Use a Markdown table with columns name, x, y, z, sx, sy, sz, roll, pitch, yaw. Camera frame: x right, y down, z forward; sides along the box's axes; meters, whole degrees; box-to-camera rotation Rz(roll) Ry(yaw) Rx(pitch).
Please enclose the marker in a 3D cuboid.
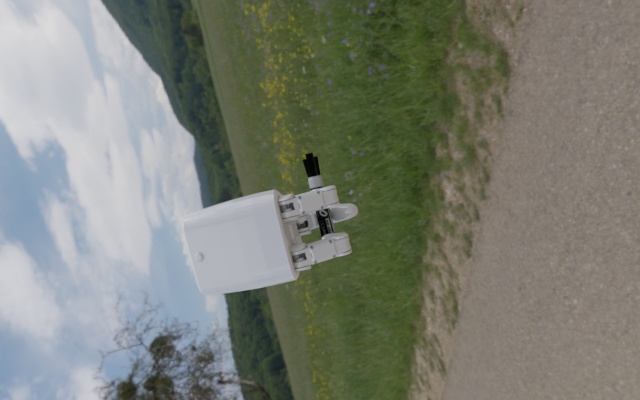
| name | x | y | z | sx | sy | sz | roll | pitch | yaw |
| --- | --- | --- | --- | --- | --- | --- | --- | --- | --- |
| marker | 0.000 | 0.002 | 0.579 | 0.020 | 0.121 | 0.020 | -14 | 3 | 1 |
